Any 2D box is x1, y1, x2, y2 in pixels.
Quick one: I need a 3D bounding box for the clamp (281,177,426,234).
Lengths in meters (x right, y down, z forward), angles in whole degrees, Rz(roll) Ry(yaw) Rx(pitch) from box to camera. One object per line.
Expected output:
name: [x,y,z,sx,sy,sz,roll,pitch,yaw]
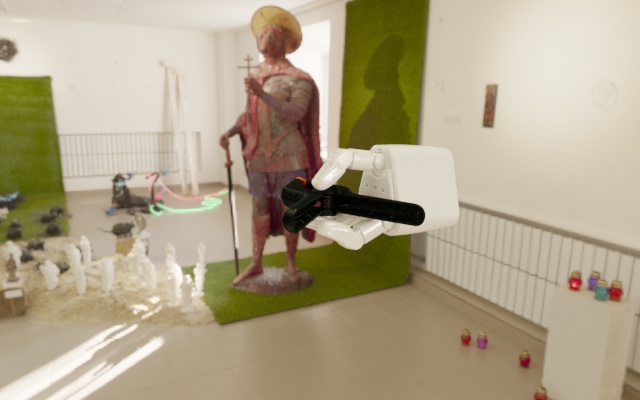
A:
clamp: [0.000,0.001,0.583,0.164,0.036,0.210,-2,13,-28]
